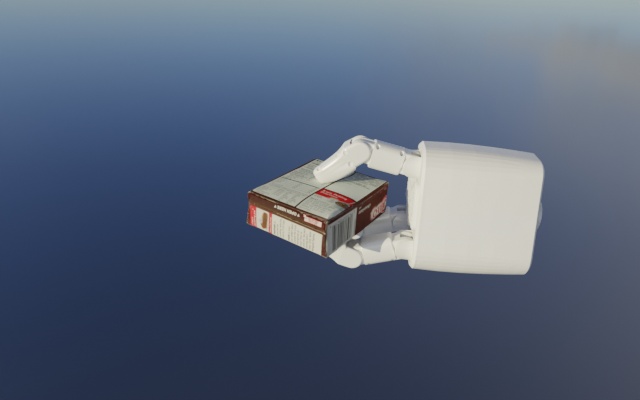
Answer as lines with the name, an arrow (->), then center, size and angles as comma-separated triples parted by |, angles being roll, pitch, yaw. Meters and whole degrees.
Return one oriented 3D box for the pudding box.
pudding box -> 0.000, 0.001, 0.454 | 0.090, 0.039, 0.113 | 20, 29, 29
